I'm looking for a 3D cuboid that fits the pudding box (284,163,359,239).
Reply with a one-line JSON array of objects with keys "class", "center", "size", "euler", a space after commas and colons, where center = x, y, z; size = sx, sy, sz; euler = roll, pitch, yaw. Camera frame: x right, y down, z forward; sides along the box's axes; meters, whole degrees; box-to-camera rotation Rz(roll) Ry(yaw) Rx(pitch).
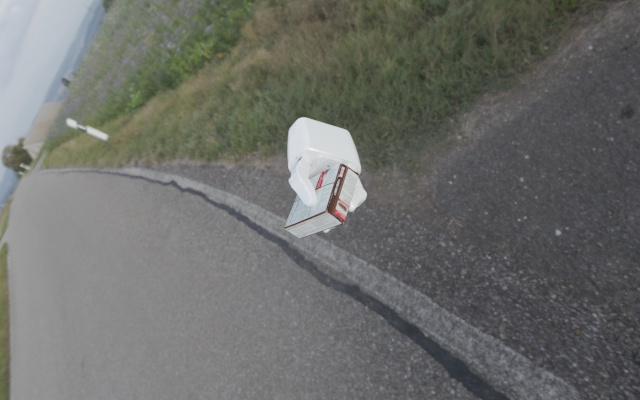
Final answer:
[{"class": "pudding box", "center": [0.000, 0.002, 0.720], "size": [0.039, 0.090, 0.113], "euler": [32, -32, -24]}]
